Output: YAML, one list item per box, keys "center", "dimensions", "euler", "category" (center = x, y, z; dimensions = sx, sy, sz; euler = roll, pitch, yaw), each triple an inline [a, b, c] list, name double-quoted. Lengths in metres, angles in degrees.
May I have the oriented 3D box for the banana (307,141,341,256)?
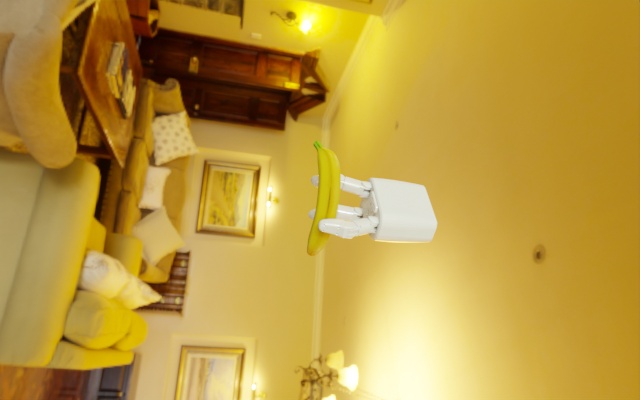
- center: [0.006, 0.002, 0.793]
  dimensions: [0.037, 0.198, 0.069]
  euler: [3, 6, -19]
  category: "banana"
